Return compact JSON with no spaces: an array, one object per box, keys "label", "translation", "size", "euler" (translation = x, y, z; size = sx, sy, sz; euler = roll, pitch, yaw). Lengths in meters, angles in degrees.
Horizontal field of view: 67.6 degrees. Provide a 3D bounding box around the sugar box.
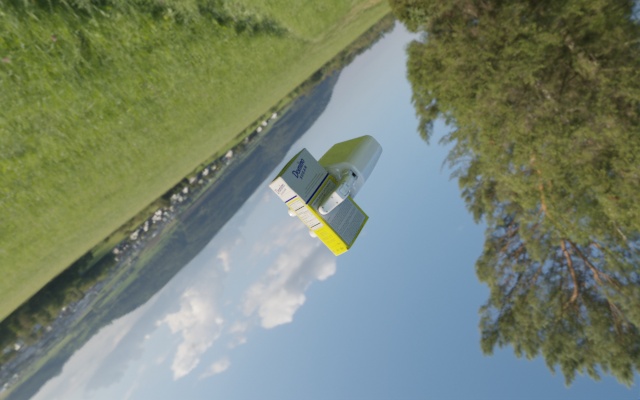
[{"label":"sugar box","translation":[0.000,0.003,0.839],"size":[0.048,0.176,0.093],"euler":[-33,15,46]}]
